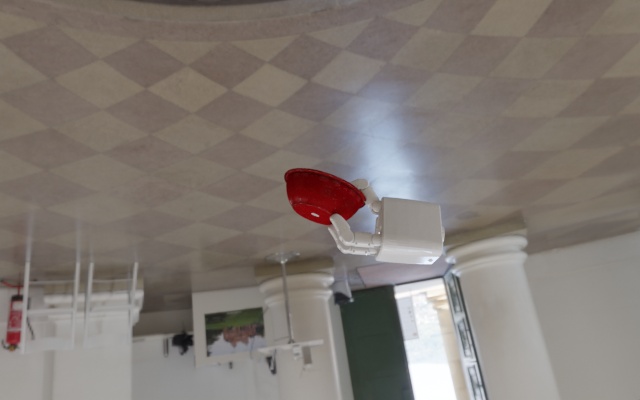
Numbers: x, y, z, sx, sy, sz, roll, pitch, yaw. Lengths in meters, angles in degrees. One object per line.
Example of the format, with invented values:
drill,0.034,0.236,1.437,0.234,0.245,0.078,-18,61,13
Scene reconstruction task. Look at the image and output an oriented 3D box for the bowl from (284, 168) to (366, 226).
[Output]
bowl,-0.001,0.003,0.881,0.162,0.055,0.162,18,-19,6
